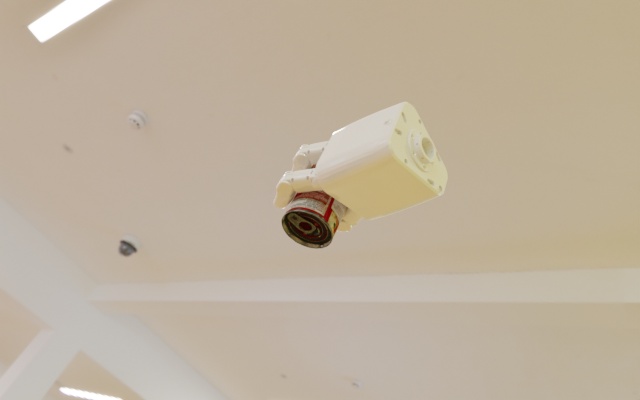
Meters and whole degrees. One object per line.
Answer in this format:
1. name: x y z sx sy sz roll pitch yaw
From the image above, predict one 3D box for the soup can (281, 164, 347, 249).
1. soup can: 0.000 0.002 0.620 0.068 0.068 0.102 0 44 28
